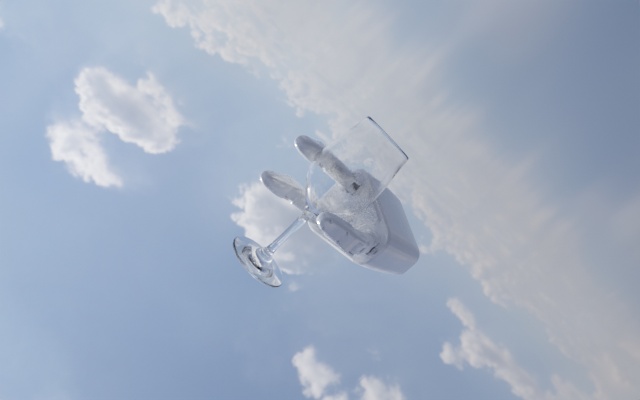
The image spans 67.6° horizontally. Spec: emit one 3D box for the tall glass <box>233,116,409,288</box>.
[{"bbox_3d":[0.000,0.002,0.513,0.201,0.079,0.079,-44,-12,13],"label":"tall glass"}]
